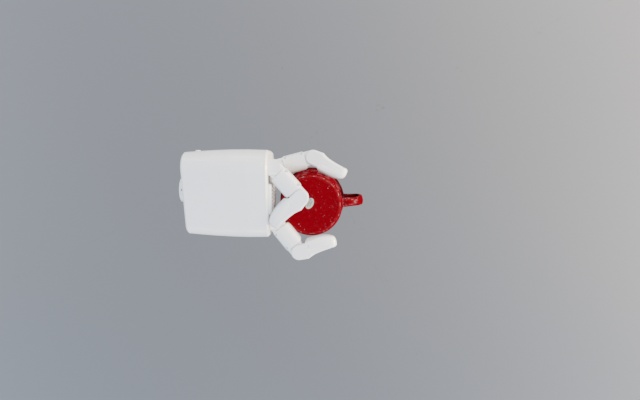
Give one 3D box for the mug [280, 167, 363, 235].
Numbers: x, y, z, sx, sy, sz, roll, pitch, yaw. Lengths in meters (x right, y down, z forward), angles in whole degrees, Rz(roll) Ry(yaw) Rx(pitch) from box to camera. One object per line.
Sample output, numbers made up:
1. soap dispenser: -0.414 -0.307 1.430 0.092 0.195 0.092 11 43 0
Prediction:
1. mug: 0.002 0.002 0.657 0.117 0.093 0.081 0 6 0
